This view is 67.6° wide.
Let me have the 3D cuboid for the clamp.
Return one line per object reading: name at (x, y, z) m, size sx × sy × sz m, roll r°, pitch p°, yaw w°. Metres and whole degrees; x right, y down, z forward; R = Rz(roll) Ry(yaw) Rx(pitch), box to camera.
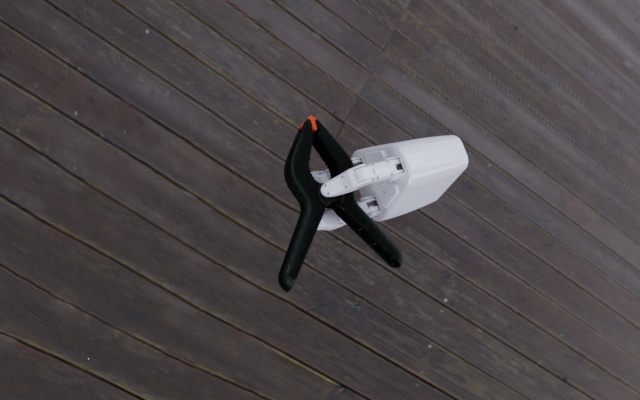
clamp at (0.000, 0.001, 0.571) m, size 0.164 × 0.210 × 0.036 m, roll -14°, pitch -10°, yaw -31°
